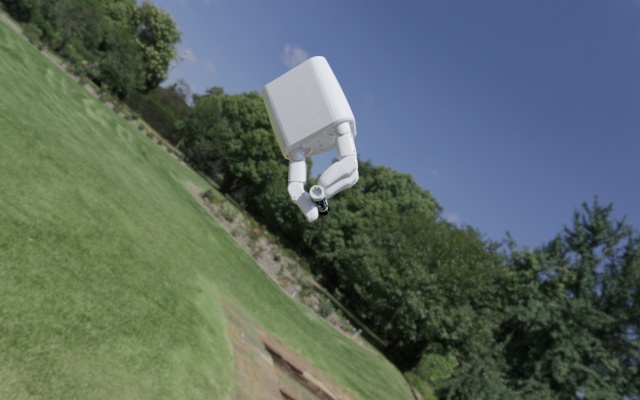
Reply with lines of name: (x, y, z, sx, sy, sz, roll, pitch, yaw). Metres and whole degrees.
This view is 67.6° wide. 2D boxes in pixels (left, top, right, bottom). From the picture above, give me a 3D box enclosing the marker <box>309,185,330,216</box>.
marker: (0.000, 0.002, 0.685, 0.020, 0.020, 0.121, 0, -13, 6)
